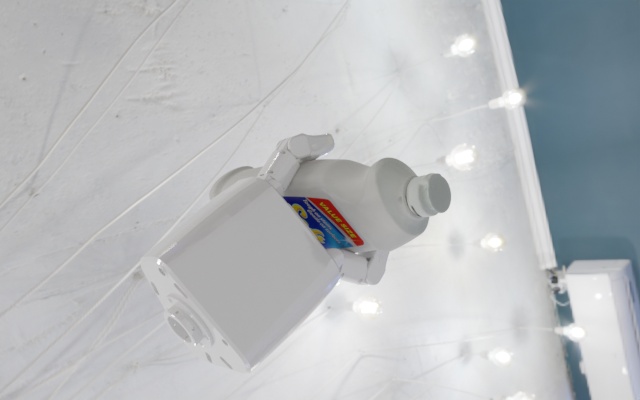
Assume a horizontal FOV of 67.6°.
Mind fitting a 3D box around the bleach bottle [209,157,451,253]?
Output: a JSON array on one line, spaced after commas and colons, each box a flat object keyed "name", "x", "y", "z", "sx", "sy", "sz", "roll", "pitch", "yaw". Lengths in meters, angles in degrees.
[{"name": "bleach bottle", "x": 0.000, "y": 0.001, "z": 0.433, "sx": 0.251, "sy": 0.102, "sz": 0.068, "roll": -10, "pitch": 25, "yaw": 49}]
